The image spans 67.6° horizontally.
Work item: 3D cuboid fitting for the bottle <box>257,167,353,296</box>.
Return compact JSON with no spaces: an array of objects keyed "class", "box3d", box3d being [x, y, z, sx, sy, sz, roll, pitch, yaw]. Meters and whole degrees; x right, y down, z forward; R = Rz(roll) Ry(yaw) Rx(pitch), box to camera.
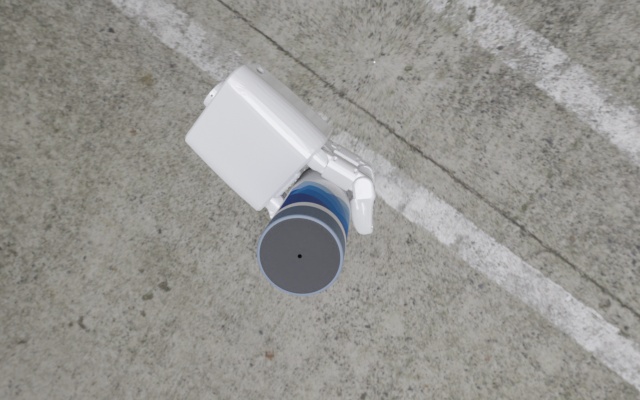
[{"class":"bottle","box3d":[0.000,0.002,0.499,0.069,0.069,0.295,0,16,6]}]
